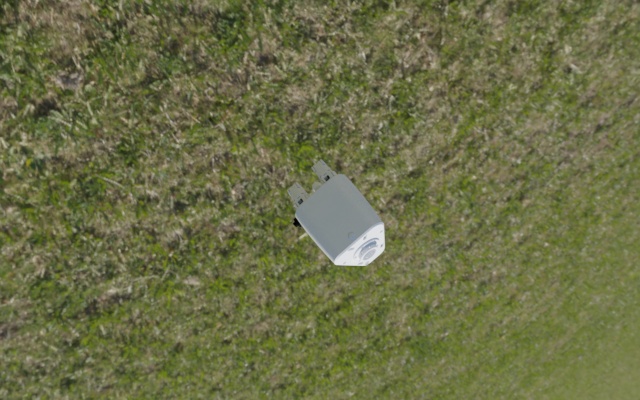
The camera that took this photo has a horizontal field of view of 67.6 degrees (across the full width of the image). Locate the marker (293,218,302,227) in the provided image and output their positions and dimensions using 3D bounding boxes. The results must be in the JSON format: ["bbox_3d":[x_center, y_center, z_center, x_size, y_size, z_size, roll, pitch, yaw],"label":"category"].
[{"bbox_3d":[0.000,0.003,0.814,0.121,0.020,0.020,-42,-4,5],"label":"marker"}]
